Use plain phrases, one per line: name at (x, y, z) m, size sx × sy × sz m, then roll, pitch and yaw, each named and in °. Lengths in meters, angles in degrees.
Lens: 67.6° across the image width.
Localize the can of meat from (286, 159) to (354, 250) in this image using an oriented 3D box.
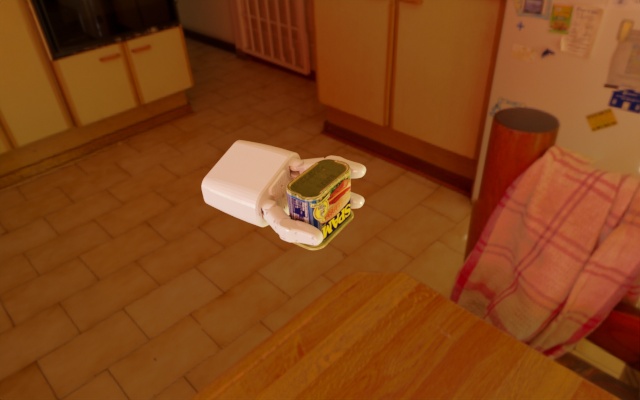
can of meat at (0.000, 0.002, 0.646) m, size 0.057 × 0.084 × 0.102 m, roll 21°, pitch 42°, yaw 30°
